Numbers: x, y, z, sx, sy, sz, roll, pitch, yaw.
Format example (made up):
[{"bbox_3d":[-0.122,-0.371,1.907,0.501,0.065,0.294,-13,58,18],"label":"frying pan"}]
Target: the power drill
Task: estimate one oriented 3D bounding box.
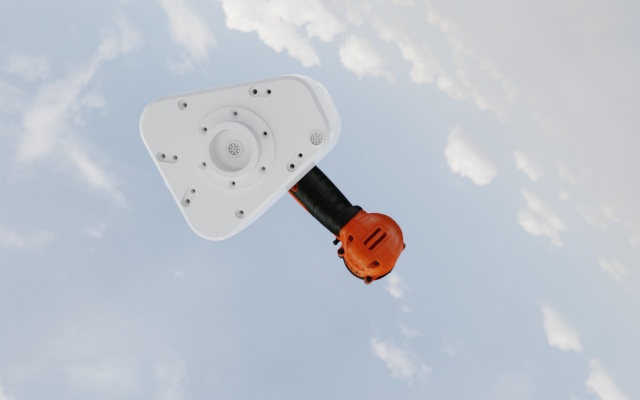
[{"bbox_3d":[0.000,0.001,0.459,0.187,0.057,0.184,43,-8,11],"label":"power drill"}]
